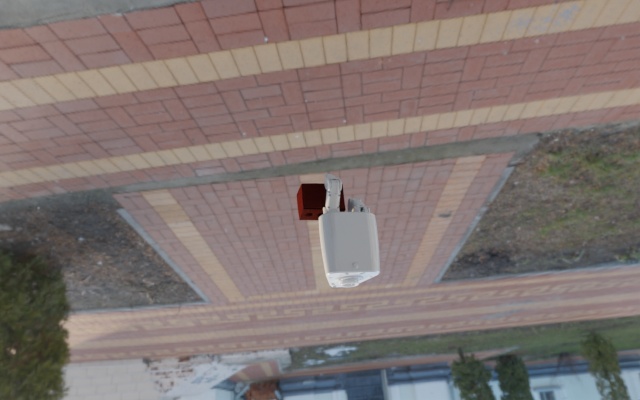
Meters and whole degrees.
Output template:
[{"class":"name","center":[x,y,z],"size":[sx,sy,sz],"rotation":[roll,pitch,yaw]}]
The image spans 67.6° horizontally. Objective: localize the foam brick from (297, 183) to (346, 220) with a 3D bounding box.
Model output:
[{"class":"foam brick","center":[0.000,0.003,0.857],"size":[0.078,0.051,0.053],"rotation":[0,-23,-11]}]
